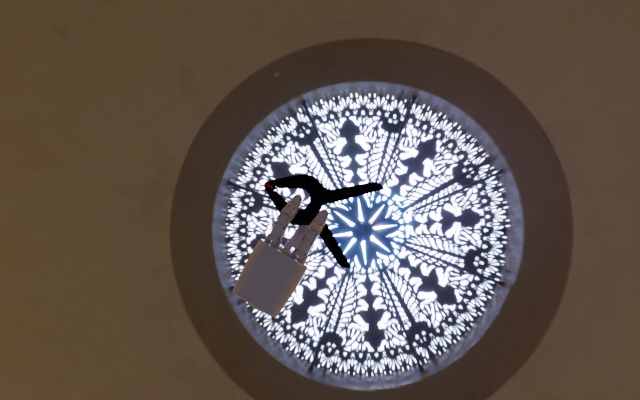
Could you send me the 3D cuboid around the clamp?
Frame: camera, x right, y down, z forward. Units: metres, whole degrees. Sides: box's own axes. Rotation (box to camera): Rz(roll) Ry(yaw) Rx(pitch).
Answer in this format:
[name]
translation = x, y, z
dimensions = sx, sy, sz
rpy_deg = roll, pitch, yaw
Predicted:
[clamp]
translation = 0.000, 0.003, 0.868
dimensions = 0.210, 0.164, 0.036
rpy_deg = 30, -4, 7
